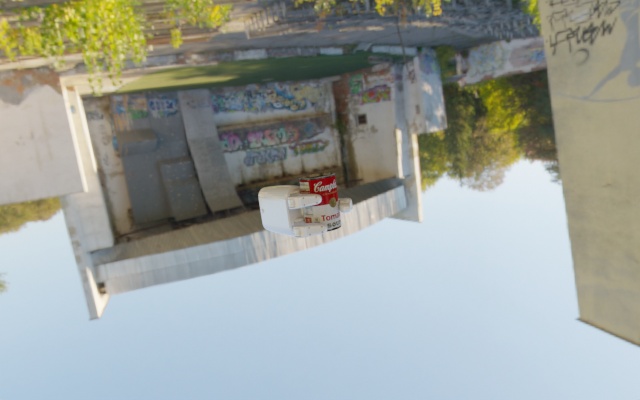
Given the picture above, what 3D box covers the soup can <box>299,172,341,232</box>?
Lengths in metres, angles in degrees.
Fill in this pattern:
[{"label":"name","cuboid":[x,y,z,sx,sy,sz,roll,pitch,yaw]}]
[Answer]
[{"label":"soup can","cuboid":[0.001,0.003,0.891,0.068,0.102,0.068,-8,9,1]}]
